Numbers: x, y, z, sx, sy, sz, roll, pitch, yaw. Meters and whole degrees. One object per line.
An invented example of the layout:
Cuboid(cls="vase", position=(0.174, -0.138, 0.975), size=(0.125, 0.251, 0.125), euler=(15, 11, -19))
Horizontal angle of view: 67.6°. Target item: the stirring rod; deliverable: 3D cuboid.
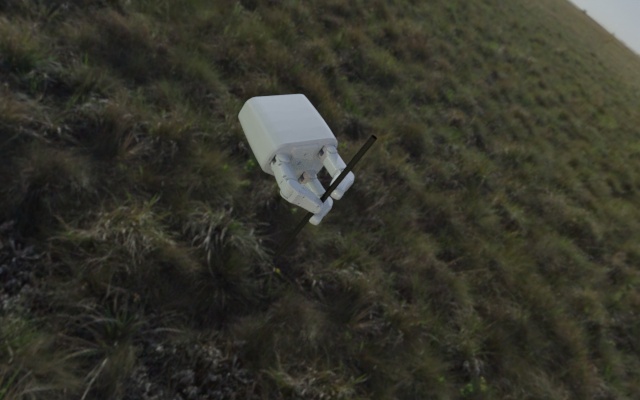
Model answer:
Cuboid(cls="stirring rod", position=(0.000, 0.002, 0.637), size=(0.011, 0.011, 0.240), euler=(0, -40, -45))
